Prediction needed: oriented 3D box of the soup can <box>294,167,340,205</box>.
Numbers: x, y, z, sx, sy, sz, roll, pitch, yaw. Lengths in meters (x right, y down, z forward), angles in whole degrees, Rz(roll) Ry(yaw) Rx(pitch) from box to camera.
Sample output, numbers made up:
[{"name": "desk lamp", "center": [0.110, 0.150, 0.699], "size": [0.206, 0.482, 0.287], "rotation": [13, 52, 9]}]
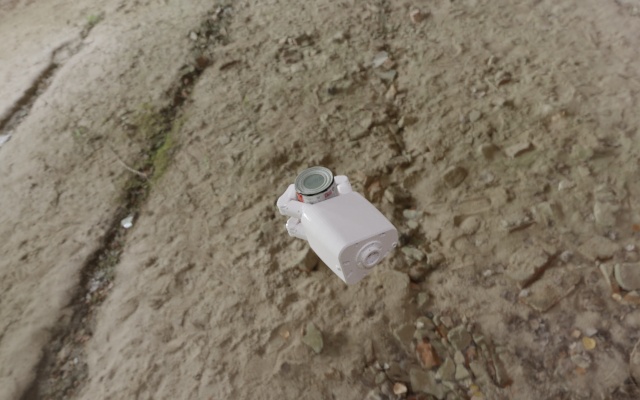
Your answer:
[{"name": "soup can", "center": [0.000, 0.002, 0.799], "size": [0.068, 0.068, 0.102], "rotation": [0, -44, 18]}]
